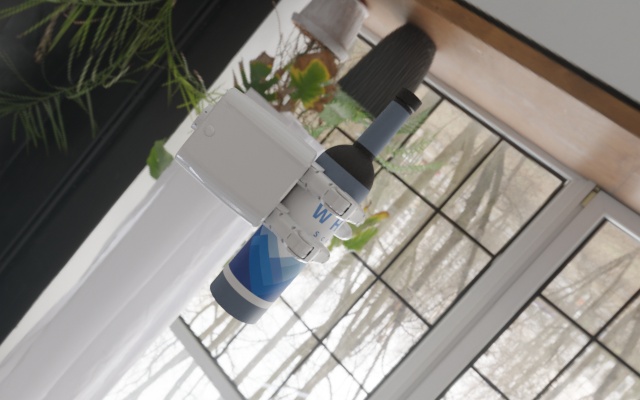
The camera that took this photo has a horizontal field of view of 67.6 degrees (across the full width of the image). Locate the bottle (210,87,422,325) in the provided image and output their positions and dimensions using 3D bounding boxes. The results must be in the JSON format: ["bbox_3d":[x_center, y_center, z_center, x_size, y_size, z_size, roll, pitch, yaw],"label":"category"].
[{"bbox_3d":[0.000,0.002,0.510,0.069,0.296,0.069,40,5,-5],"label":"bottle"}]
